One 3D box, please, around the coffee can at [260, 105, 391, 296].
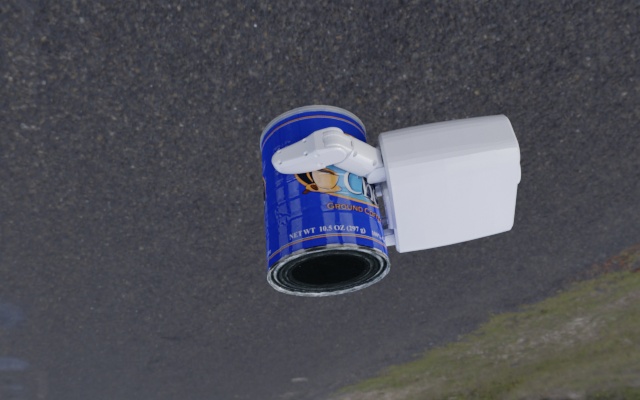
[{"bbox_3d":[0.000,0.001,0.427,0.103,0.140,0.103,-5,-31,-3],"label":"coffee can"}]
